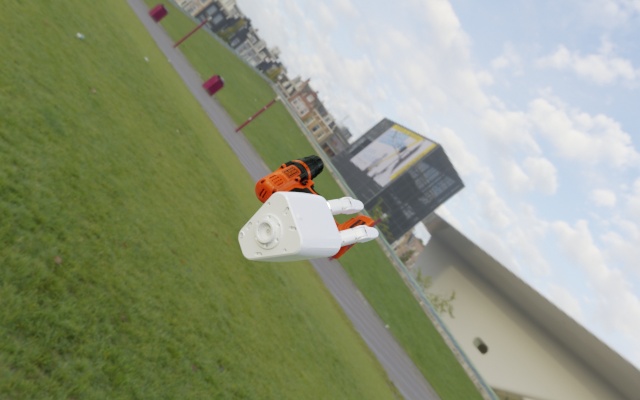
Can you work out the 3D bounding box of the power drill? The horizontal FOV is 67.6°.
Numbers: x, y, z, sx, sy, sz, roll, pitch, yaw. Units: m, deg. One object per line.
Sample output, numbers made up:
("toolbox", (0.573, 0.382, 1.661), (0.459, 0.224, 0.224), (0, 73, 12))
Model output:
("power drill", (0.000, 0.003, 0.836), (0.187, 0.057, 0.184), (41, 37, 11))
